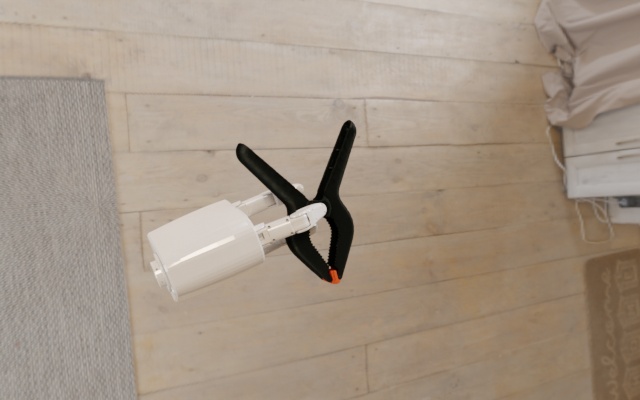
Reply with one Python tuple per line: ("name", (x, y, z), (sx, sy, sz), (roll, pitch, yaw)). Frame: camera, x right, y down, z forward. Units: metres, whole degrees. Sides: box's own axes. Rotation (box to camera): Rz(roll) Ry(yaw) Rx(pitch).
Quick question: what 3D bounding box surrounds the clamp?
("clamp", (0.000, 0.003, 0.617), (0.164, 0.210, 0.036), (-23, 9, -21))
